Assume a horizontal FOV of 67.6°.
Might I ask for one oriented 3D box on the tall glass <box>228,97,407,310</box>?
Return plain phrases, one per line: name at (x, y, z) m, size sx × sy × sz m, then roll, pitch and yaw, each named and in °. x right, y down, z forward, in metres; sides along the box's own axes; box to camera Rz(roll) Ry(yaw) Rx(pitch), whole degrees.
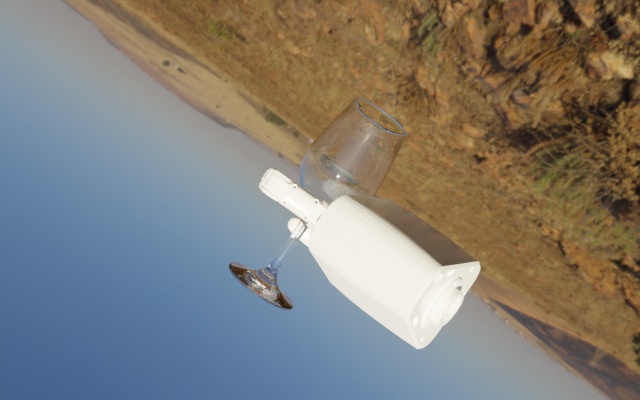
tall glass at (0.000, 0.002, 0.457) m, size 0.079 × 0.201 × 0.079 m, roll 35°, pitch 1°, yaw -1°
